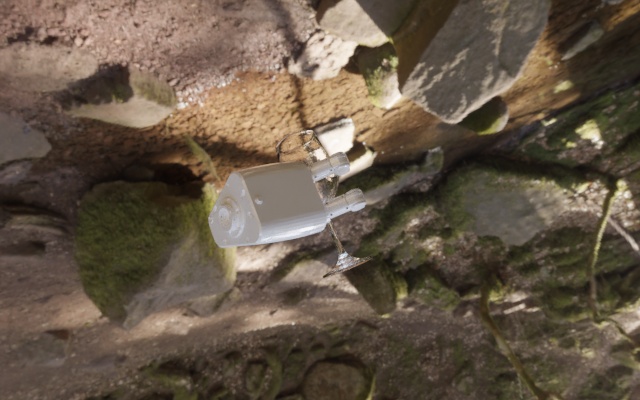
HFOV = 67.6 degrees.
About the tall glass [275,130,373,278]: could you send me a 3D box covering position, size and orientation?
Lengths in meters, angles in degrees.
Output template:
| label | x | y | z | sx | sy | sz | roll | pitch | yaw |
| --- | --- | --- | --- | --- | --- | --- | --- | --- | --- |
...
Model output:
| label | x | y | z | sx | sy | sz | roll | pitch | yaw |
| --- | --- | --- | --- | --- | --- | --- | --- | --- | --- |
| tall glass | 0.000 | 0.003 | 0.674 | 0.079 | 0.201 | 0.079 | -22 | -12 | -5 |
